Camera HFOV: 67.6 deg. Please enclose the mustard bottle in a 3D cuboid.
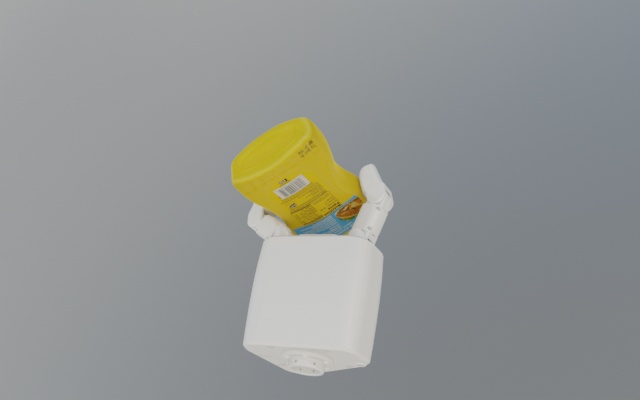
[{"bbox_3d":[0.000,0.001,0.510,0.096,0.058,0.192,-31,-46,15],"label":"mustard bottle"}]
